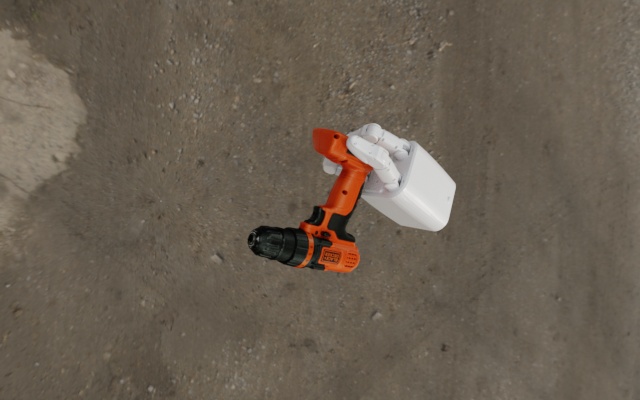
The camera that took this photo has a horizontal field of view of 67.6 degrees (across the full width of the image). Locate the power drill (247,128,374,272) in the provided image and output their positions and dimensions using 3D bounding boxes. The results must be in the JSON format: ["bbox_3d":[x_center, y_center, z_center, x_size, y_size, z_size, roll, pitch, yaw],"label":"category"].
[{"bbox_3d":[0.000,0.002,0.646,0.184,0.187,0.057,17,3,-43],"label":"power drill"}]
